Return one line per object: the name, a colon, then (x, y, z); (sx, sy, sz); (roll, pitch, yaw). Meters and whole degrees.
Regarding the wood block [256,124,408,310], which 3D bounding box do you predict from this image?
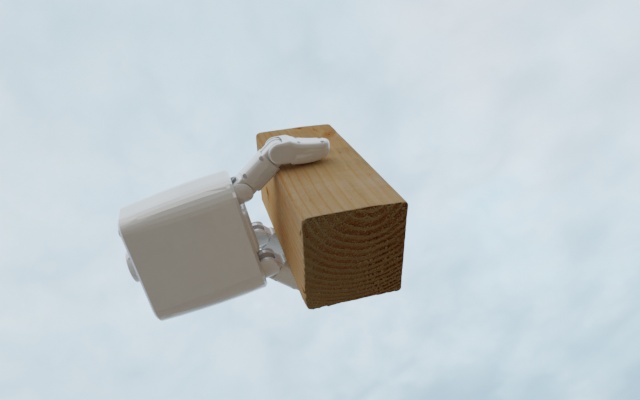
wood block: (0.000, 0.001, 0.475); (0.090, 0.091, 0.206); (-9, 29, -14)
